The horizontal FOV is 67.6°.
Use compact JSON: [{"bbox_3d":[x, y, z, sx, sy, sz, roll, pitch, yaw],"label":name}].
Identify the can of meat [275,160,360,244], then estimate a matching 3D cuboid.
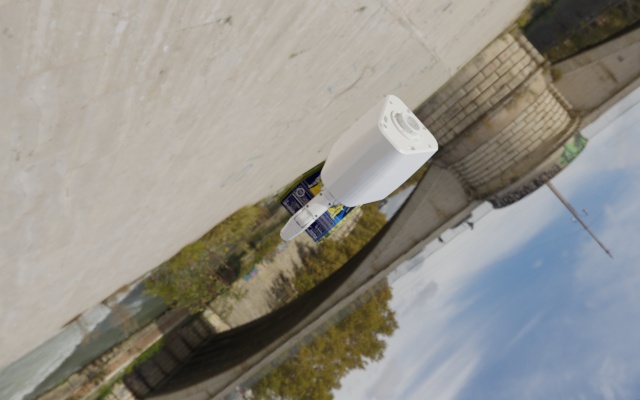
[{"bbox_3d":[0.000,0.002,0.653,0.057,0.084,0.102,-43,-2,32],"label":"can of meat"}]
